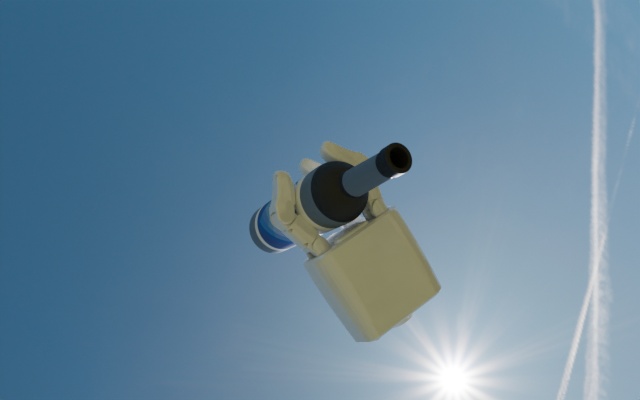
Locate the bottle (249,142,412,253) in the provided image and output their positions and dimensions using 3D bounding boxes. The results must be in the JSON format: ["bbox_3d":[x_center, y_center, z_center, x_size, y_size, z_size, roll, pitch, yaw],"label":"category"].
[{"bbox_3d":[0.000,0.002,0.522,0.069,0.069,0.296,0,-15,-27],"label":"bottle"}]
